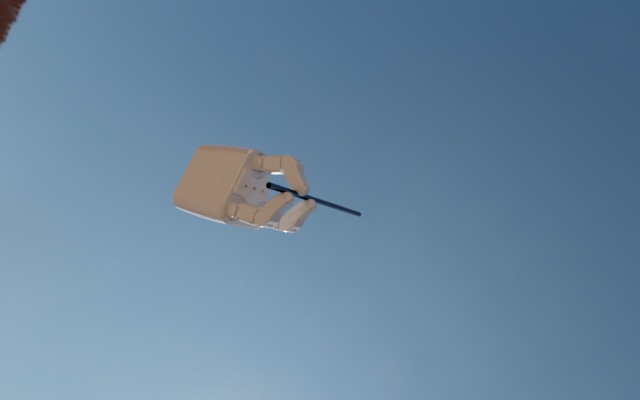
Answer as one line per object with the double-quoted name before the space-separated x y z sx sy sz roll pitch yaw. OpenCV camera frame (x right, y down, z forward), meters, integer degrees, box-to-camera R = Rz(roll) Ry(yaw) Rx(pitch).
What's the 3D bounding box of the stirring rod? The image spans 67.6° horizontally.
"stirring rod" 0.000 0.002 0.671 0.011 0.011 0.239 0 -10 32
